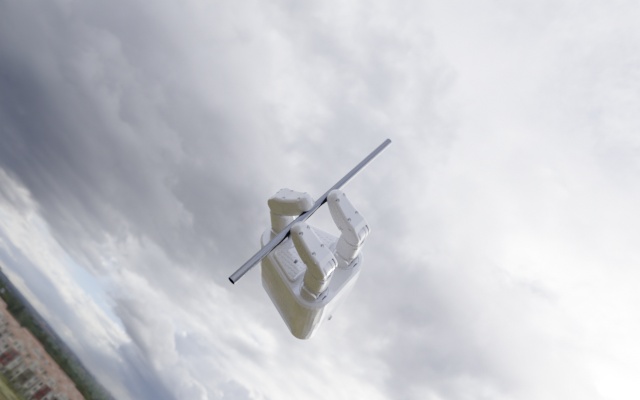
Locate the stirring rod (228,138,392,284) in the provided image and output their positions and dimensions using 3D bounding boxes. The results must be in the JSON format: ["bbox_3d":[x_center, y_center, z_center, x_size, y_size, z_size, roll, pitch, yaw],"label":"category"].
[{"bbox_3d":[0.000,0.002,0.475,0.239,0.011,0.011,-41,25,-31],"label":"stirring rod"}]
